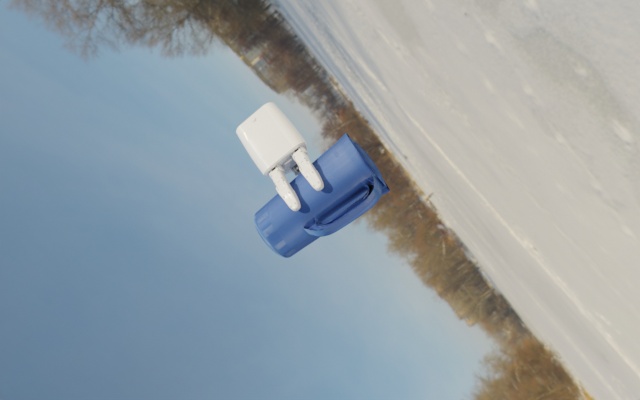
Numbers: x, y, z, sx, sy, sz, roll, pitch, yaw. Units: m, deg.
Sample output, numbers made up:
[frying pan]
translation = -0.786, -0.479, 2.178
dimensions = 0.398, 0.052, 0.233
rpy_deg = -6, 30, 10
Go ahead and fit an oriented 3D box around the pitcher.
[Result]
[pitcher]
translation = 0.000, 0.003, 0.882
dimensions = 0.243, 0.145, 0.149
rpy_deg = -38, -11, 10
